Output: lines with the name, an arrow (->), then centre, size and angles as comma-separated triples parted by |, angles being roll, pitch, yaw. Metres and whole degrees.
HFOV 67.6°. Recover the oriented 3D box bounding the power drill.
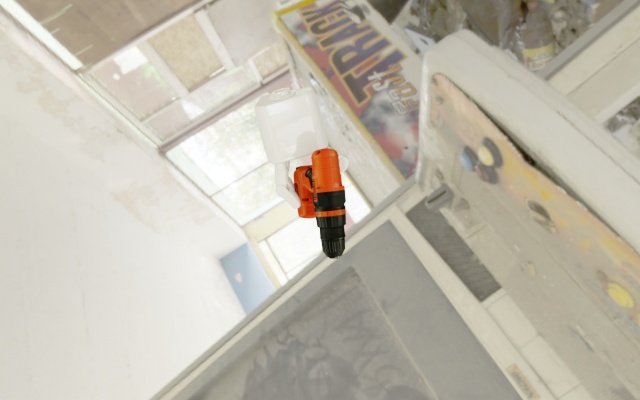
power drill -> 0.000, 0.003, 0.858 | 0.057, 0.184, 0.187 | -5, 4, -15
